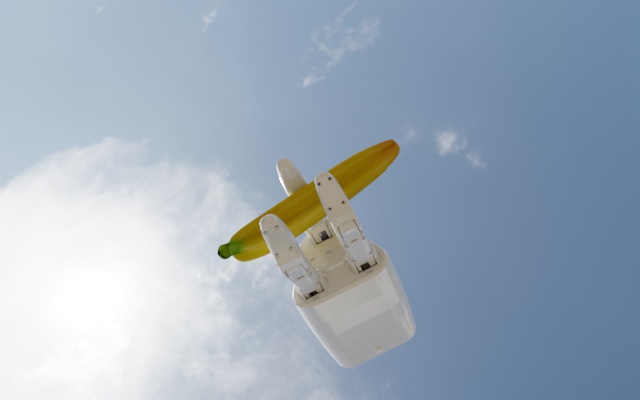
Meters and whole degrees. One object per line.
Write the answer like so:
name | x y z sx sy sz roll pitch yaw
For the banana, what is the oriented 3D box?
banana | -0.009 0.005 0.448 0.197 0.037 0.069 -34 7 -20
